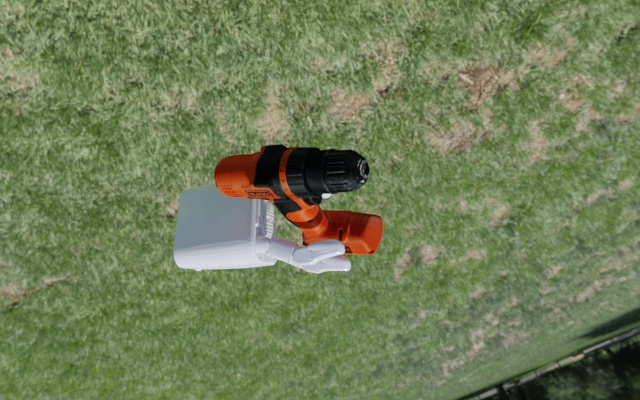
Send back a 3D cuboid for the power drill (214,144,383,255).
[{"bbox_3d":[0.000,0.002,0.538,0.184,0.057,0.188,2,-27,35],"label":"power drill"}]
